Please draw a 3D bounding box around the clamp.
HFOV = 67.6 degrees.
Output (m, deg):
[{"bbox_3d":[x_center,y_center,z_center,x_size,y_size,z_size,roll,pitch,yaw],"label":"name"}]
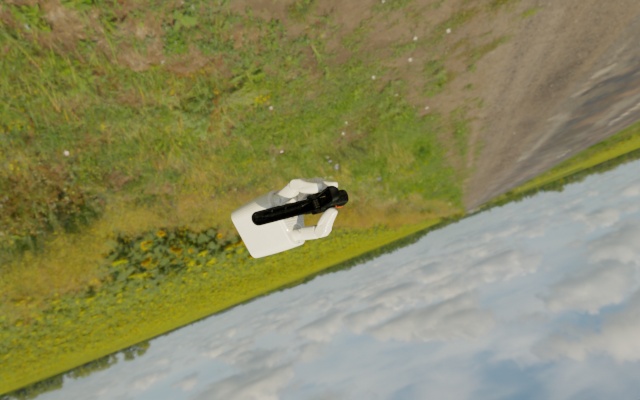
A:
[{"bbox_3d":[0.000,0.004,0.851,0.164,0.036,0.210,-18,-5,32],"label":"clamp"}]
